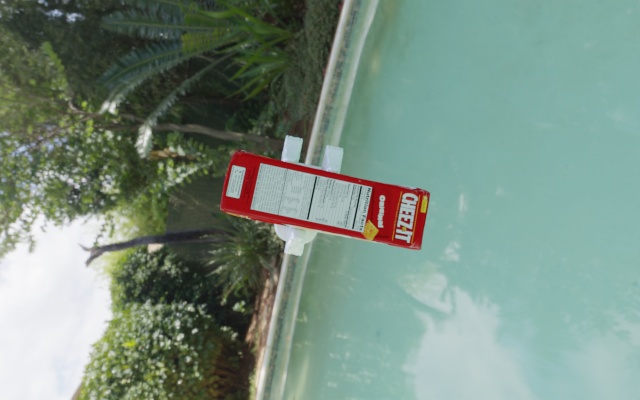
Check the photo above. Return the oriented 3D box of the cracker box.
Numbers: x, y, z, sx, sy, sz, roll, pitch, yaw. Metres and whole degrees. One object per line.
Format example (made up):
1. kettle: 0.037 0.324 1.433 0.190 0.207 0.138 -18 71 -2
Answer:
1. cracker box: 0.000 0.002 0.566 0.214 0.072 0.164 11 -3 -5
